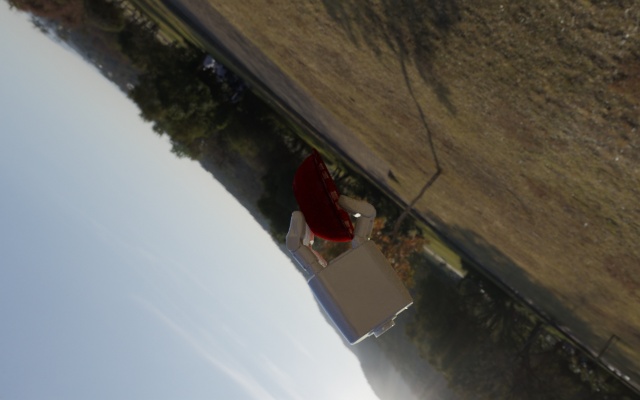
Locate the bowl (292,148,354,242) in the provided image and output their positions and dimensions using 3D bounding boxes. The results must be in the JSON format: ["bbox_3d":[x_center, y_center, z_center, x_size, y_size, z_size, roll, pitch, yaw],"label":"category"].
[{"bbox_3d":[-0.001,0.002,0.740,0.055,0.162,0.162,-24,-3,7],"label":"bowl"}]
